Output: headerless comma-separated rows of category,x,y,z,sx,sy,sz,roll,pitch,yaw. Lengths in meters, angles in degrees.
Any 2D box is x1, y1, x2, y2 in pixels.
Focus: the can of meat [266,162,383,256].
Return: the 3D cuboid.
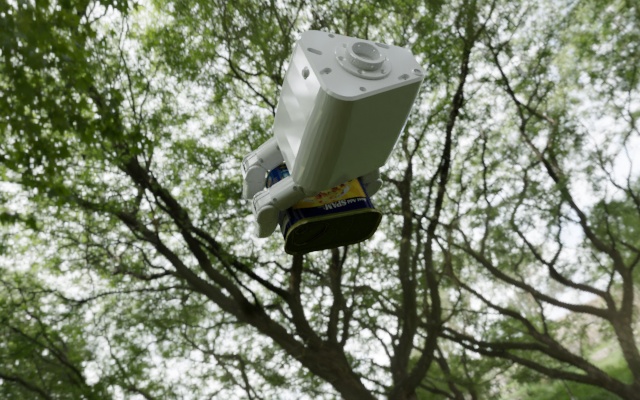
can of meat,0.000,0.001,0.498,0.102,0.084,0.057,-9,-35,-20
